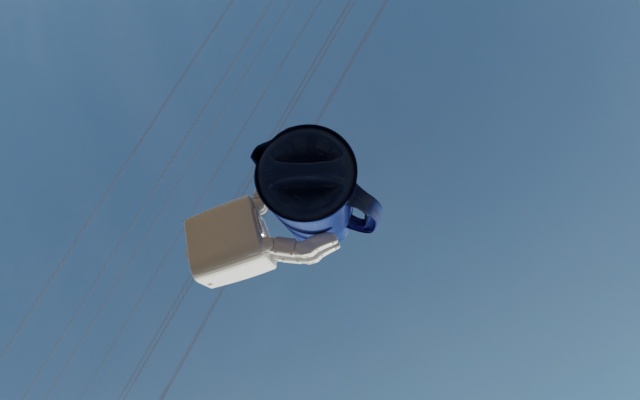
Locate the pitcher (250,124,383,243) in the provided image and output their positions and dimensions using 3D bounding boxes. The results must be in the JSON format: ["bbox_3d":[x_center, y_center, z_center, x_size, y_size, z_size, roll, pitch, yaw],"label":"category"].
[{"bbox_3d":[0.000,0.002,0.711,0.145,0.149,0.243,-20,-18,-1],"label":"pitcher"}]
